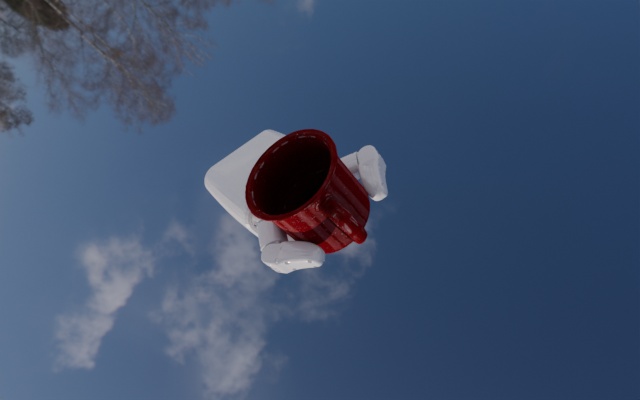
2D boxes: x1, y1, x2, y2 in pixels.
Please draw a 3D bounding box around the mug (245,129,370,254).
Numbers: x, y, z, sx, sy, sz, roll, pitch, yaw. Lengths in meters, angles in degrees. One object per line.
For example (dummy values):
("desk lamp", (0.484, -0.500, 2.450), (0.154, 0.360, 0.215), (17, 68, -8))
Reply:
("mug", (0.001, 0.002, 0.423), (0.117, 0.093, 0.081), (35, -7, 45))
